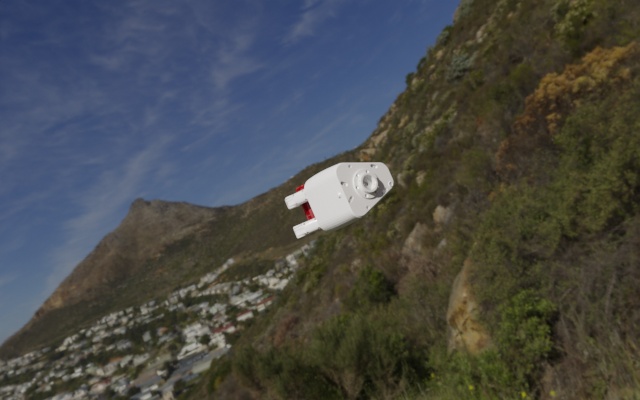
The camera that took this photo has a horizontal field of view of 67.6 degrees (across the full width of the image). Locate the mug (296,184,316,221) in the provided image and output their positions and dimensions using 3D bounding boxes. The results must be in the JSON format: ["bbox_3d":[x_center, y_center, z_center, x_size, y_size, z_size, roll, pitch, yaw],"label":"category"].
[{"bbox_3d":[-0.001,0.003,0.901,0.093,0.081,0.117,-22,-2,-31],"label":"mug"}]
